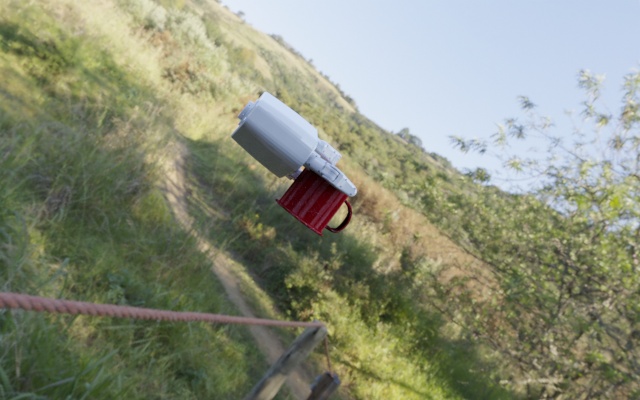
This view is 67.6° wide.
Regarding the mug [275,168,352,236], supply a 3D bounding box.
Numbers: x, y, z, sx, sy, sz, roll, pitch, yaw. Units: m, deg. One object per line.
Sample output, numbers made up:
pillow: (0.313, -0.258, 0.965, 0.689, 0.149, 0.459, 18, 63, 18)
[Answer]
mug: (0.001, 0.003, 0.745, 0.117, 0.081, 0.093, 38, 0, -15)
